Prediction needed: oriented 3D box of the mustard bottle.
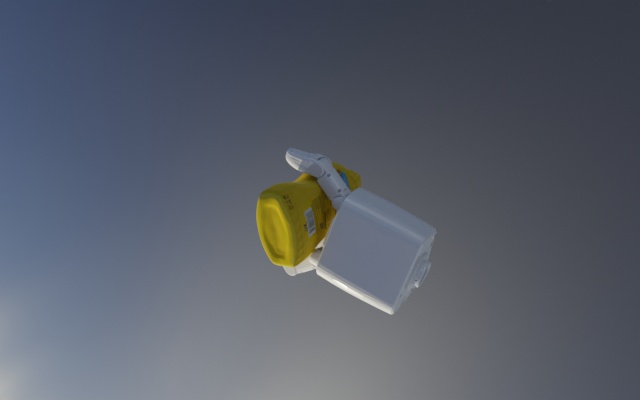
[{"bbox_3d":[0.000,0.002,0.615,0.058,0.096,0.191,3,23,35],"label":"mustard bottle"}]
